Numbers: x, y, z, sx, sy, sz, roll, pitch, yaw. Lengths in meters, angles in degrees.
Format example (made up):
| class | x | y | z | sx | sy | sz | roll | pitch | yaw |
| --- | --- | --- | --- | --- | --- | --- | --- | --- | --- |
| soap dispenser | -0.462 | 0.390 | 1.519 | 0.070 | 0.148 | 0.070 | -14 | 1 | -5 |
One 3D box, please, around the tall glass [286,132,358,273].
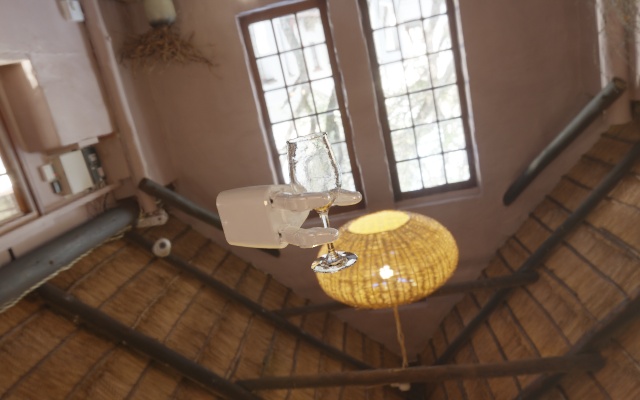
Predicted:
| class | x | y | z | sx | sy | sz | roll | pitch | yaw |
| --- | --- | --- | --- | --- | --- | --- | --- | --- | --- |
| tall glass | 0.000 | 0.003 | 0.716 | 0.079 | 0.201 | 0.079 | -11 | 15 | 3 |
